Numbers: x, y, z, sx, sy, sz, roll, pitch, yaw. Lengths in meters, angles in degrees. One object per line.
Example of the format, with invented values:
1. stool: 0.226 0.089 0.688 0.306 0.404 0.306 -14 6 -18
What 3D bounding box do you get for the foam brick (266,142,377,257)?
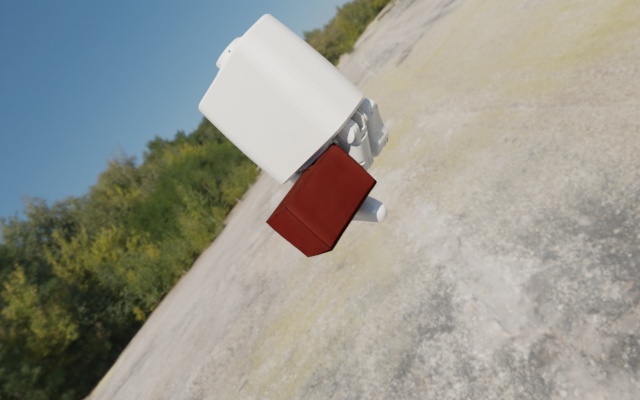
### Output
1. foam brick: 0.000 0.002 0.408 0.051 0.078 0.053 40 -27 -10
